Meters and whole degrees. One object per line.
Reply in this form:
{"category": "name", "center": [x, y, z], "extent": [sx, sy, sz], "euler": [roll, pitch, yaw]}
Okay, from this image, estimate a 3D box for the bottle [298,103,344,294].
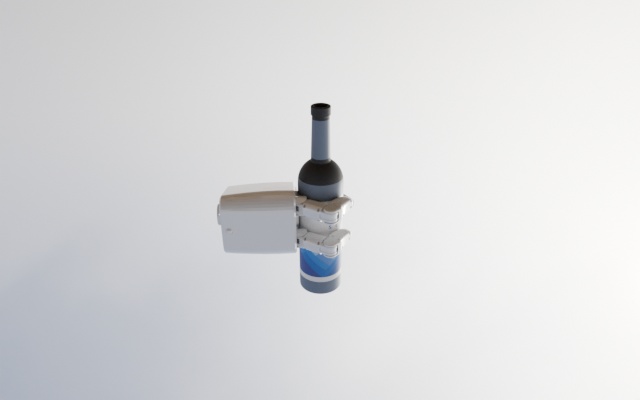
{"category": "bottle", "center": [0.000, 0.003, 0.707], "extent": [0.069, 0.296, 0.069], "euler": [0, 29, 0]}
